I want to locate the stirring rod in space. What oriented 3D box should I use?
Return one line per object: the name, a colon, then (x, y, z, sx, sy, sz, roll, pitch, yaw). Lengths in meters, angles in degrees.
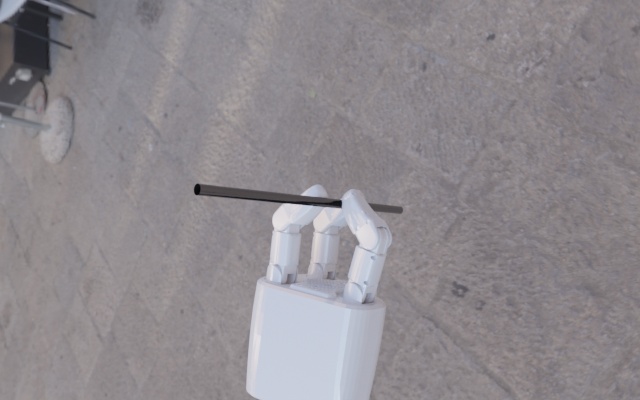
stirring rod: (0.000, 0.001, 0.403, 0.011, 0.011, 0.239, 0, -4, 43)
